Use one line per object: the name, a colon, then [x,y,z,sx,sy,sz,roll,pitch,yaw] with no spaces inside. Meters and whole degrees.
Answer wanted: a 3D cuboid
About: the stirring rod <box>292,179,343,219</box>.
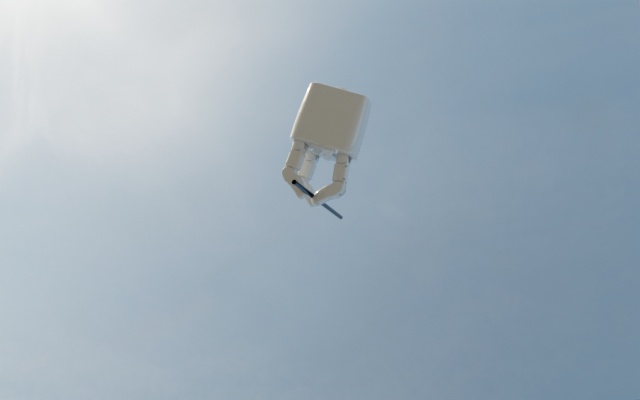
stirring rod: [0.000,0.003,0.827,0.011,0.011,0.239,0,-15,20]
